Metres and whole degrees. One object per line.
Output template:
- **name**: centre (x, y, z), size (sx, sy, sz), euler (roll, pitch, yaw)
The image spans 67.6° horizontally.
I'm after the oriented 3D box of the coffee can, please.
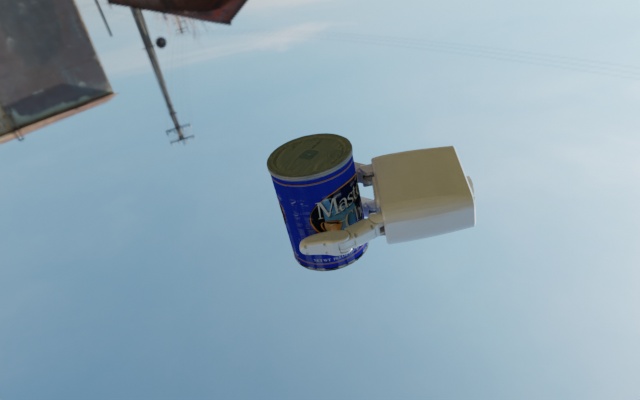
- **coffee can**: centre (0.000, 0.002, 0.596), size (0.103, 0.140, 0.102), euler (-10, 33, 6)
